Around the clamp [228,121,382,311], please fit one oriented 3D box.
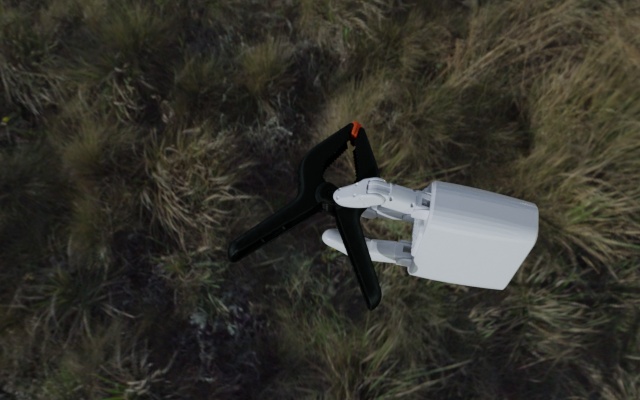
[{"bbox_3d":[0.000,0.001,0.524,0.164,0.210,0.036,12,-24,2],"label":"clamp"}]
